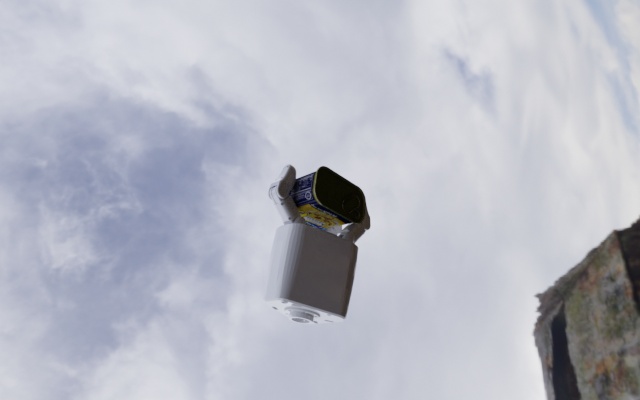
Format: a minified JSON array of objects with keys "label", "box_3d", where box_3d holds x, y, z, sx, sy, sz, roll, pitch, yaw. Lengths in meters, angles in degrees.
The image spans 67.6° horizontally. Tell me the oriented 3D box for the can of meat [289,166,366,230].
[{"label":"can of meat","box_3d":[0.000,0.002,0.682,0.084,0.057,0.102,-18,-35,42]}]
